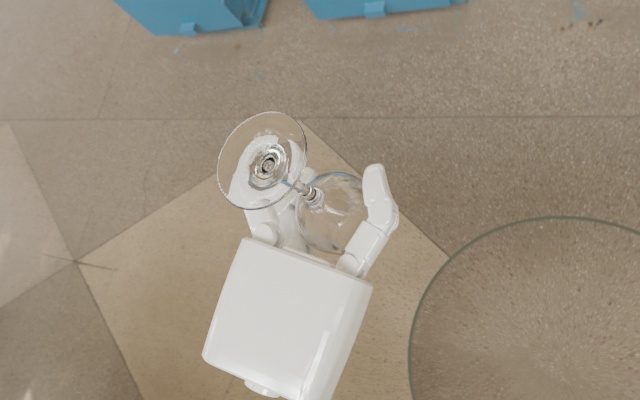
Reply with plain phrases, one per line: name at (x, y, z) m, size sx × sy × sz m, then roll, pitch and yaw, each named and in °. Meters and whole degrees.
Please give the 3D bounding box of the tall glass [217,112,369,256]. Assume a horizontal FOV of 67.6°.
tall glass at (0.000, 0.001, 0.419) m, size 0.079 × 0.079 × 0.201 m, roll 0°, pitch -17°, yaw 27°
